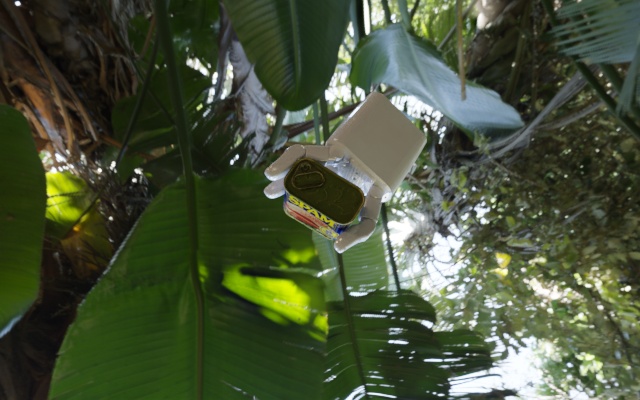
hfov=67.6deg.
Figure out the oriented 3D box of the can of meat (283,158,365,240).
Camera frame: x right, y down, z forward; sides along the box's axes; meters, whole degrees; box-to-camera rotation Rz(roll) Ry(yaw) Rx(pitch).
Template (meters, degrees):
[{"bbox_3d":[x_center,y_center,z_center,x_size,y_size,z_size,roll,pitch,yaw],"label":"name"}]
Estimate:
[{"bbox_3d":[0.000,0.002,0.629,0.102,0.057,0.084,31,-22,5],"label":"can of meat"}]
